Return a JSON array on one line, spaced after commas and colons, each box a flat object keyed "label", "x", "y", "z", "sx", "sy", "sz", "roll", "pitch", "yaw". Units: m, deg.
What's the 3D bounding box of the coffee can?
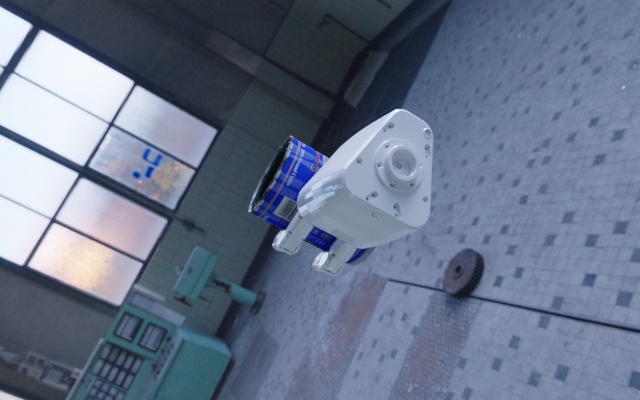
[{"label": "coffee can", "x": 0.000, "y": 0.002, "z": 0.569, "sx": 0.140, "sy": 0.103, "sz": 0.103, "roll": 29, "pitch": -8, "yaw": -14}]
